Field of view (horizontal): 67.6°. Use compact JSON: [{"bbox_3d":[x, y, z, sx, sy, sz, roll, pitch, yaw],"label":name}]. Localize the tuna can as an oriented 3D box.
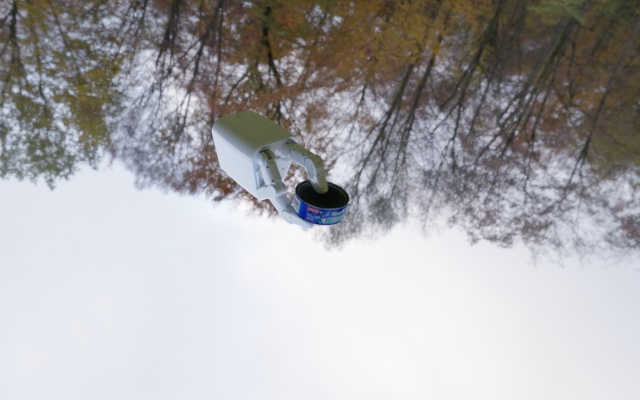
[{"bbox_3d":[0.000,0.003,0.746,0.086,0.034,0.086,9,31,-6],"label":"tuna can"}]
